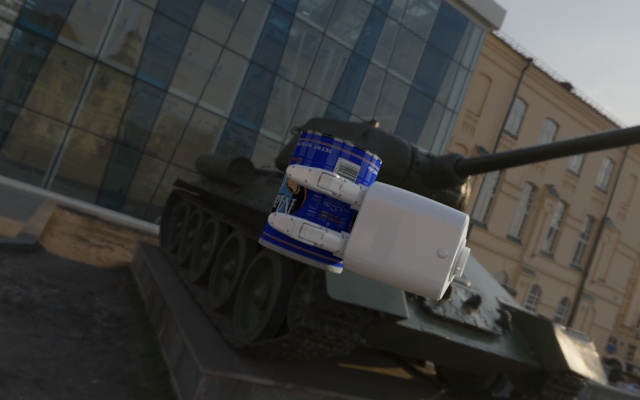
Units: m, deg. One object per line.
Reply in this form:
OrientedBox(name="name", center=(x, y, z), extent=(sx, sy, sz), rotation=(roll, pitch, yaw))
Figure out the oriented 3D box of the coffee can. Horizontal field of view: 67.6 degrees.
OrientedBox(name="coffee can", center=(0.000, 0.002, 0.560), extent=(0.103, 0.140, 0.103), rotation=(21, -3, 1))
